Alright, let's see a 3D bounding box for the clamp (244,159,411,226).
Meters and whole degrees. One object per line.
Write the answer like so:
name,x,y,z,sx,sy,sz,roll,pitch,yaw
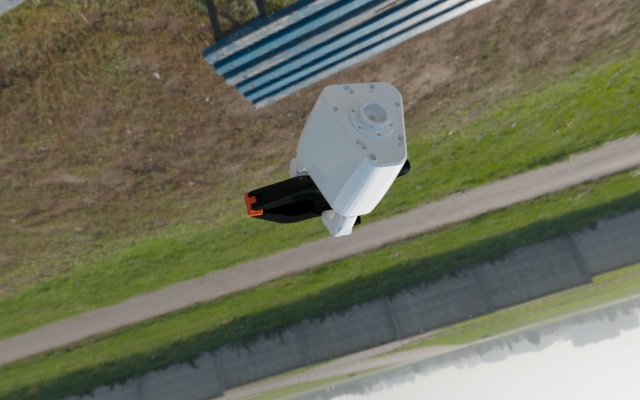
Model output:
clamp,0.000,0.003,0.644,0.210,0.036,0.165,-8,-27,-20
